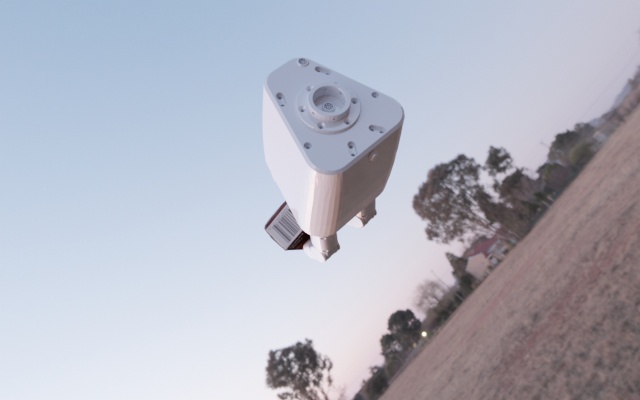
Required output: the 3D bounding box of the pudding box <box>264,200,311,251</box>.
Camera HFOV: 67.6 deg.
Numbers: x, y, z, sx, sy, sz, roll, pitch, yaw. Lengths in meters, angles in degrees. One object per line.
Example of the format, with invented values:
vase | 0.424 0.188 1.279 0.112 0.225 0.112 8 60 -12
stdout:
pudding box | 0.000 0.002 0.512 0.039 0.113 0.090 44 6 15
